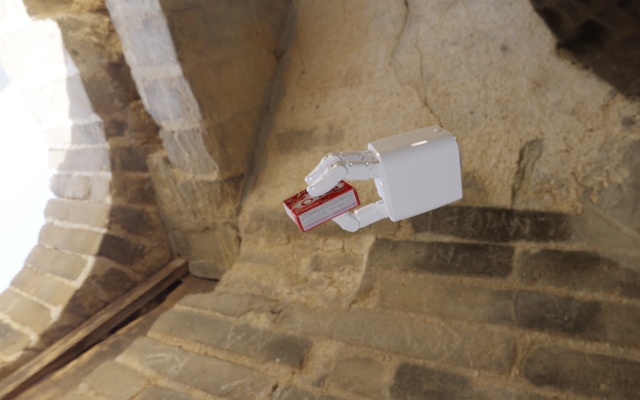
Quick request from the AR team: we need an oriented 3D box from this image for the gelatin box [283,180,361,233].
[{"bbox_3d":[0.000,0.003,0.654,0.089,0.030,0.073,-26,23,-10],"label":"gelatin box"}]
